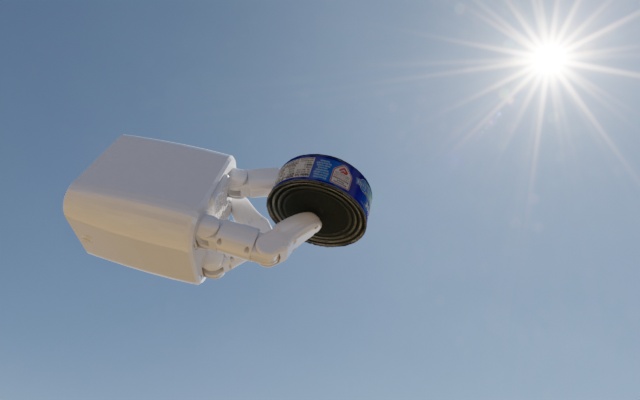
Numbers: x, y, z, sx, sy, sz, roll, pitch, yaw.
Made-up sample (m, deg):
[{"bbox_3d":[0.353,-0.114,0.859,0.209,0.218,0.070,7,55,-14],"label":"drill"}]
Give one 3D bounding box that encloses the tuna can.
[{"bbox_3d":[0.000,0.001,0.404,0.086,0.033,0.086,11,-38,9],"label":"tuna can"}]
